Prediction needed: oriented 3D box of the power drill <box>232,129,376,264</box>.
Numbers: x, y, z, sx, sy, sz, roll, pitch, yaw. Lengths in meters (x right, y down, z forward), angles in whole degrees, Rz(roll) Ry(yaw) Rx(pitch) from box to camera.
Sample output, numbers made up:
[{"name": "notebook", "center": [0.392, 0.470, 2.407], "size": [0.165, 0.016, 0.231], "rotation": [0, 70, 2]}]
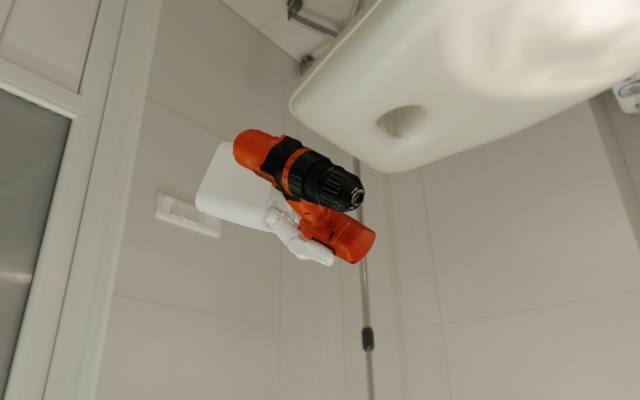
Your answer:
[{"name": "power drill", "center": [0.000, 0.002, 0.556], "size": [0.184, 0.057, 0.188], "rotation": [29, -17, 39]}]
